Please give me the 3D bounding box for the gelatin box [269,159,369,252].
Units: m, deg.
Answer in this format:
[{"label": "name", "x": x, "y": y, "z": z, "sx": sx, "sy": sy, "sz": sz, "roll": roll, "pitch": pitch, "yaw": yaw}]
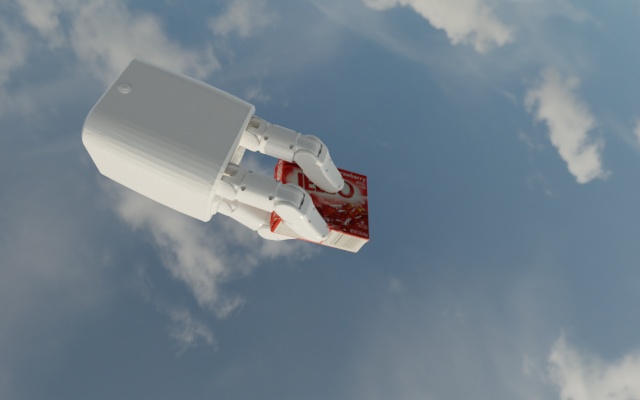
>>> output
[{"label": "gelatin box", "x": 0.000, "y": 0.002, "z": 0.441, "sx": 0.089, "sy": 0.073, "sz": 0.030, "roll": 15, "pitch": -38, "yaw": -19}]
